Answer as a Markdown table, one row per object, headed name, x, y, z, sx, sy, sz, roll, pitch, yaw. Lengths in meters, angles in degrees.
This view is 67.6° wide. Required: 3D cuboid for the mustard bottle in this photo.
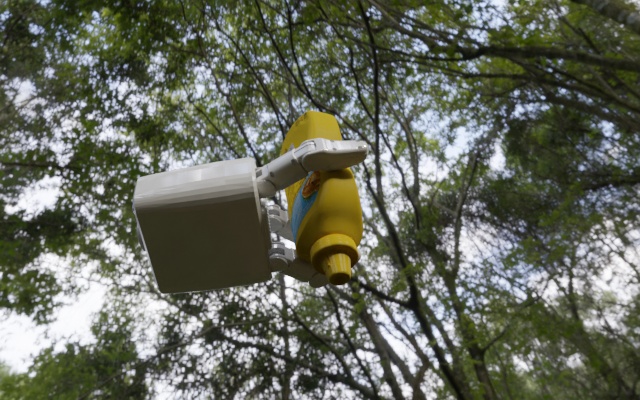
| name | x | y | z | sx | sy | sz | roll | pitch | yaw |
| --- | --- | --- | --- | --- | --- | --- | --- | --- | --- |
| mustard bottle | 0.000 | 0.001 | 0.458 | 0.058 | 0.096 | 0.191 | 11 | 38 | -20 |
